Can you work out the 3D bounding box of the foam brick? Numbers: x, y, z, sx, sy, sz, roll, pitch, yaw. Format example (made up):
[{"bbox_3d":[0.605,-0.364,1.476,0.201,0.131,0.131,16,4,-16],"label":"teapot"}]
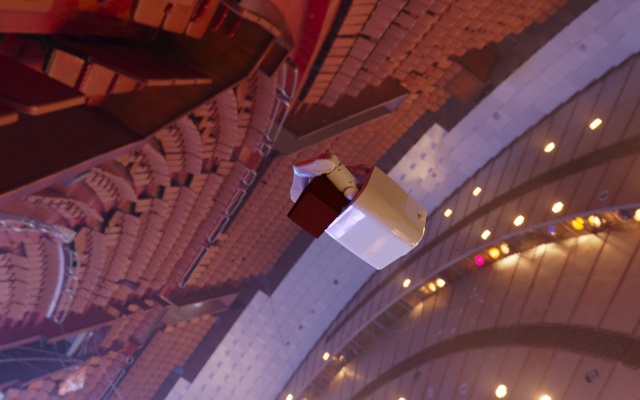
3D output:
[{"bbox_3d":[0.000,0.002,0.635,0.051,0.053,0.078,39,32,-6],"label":"foam brick"}]
